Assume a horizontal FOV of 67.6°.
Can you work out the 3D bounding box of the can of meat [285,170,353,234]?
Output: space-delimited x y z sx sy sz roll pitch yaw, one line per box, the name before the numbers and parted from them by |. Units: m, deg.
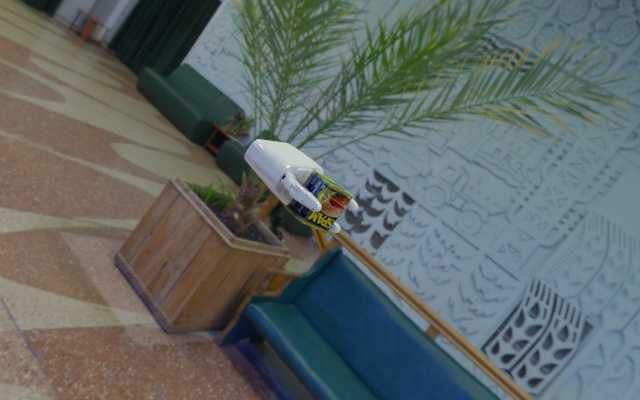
can of meat | 0.000 0.003 0.854 0.057 0.084 0.102 42 9 39
